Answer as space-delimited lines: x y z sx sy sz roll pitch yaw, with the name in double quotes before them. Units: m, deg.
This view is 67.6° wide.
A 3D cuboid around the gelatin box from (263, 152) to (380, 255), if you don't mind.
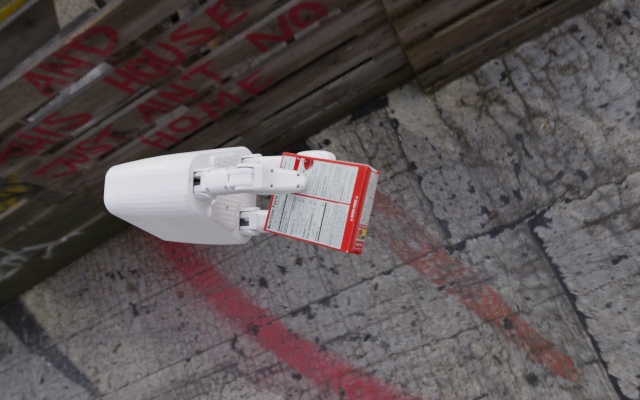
"gelatin box" 0.000 0.001 0.414 0.089 0.073 0.030 12 -3 31
